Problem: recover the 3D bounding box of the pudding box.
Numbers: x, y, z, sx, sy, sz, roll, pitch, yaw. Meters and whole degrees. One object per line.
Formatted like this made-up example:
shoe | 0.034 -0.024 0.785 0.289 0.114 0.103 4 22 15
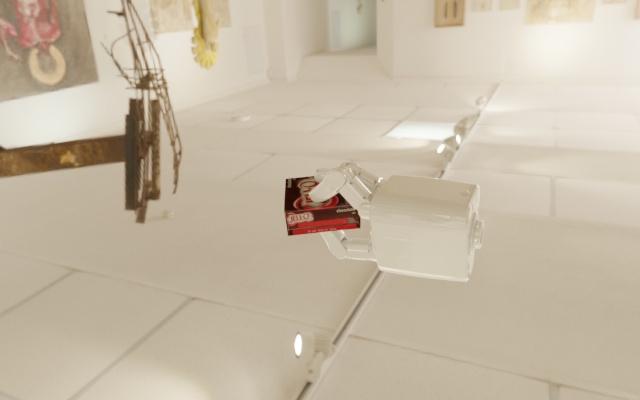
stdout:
pudding box | 0.000 0.002 0.610 0.090 0.039 0.113 -5 21 -1
